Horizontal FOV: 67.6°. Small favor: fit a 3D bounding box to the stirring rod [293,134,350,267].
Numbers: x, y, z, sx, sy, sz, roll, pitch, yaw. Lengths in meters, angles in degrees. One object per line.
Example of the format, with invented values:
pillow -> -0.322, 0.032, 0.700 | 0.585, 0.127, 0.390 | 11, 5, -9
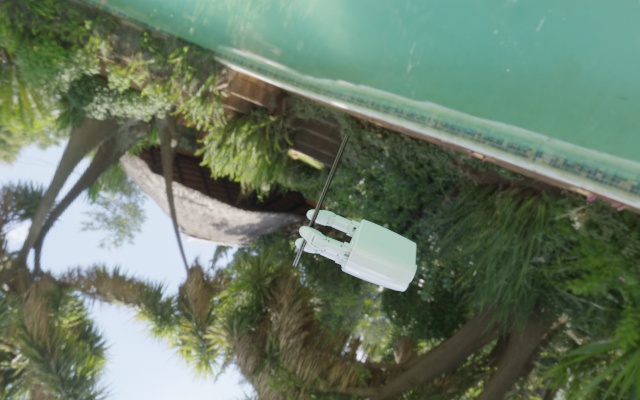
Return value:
stirring rod -> 0.000, 0.003, 0.805 | 0.011, 0.239, 0.011 | 21, 9, -3
